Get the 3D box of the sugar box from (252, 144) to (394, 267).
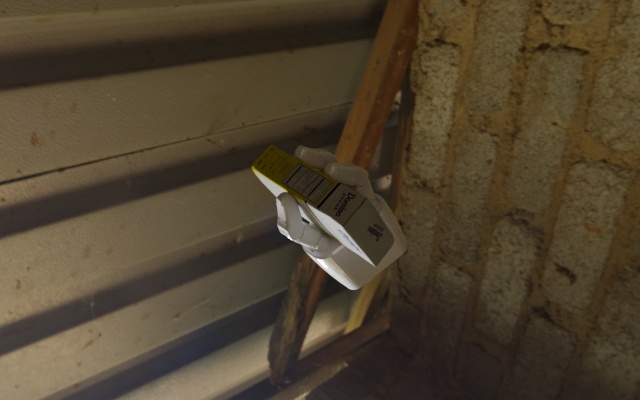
[{"bbox_3d":[0.000,0.001,0.559,0.176,0.048,0.093,29,-15,42],"label":"sugar box"}]
